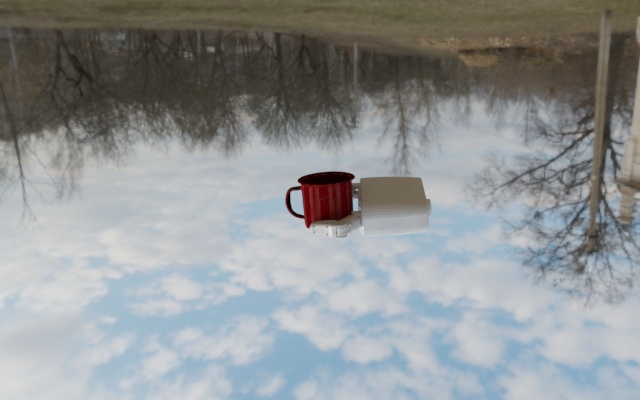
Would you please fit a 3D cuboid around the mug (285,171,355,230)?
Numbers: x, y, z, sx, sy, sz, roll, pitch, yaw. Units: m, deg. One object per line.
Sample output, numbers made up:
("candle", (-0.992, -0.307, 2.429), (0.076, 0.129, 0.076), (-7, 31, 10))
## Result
("mug", (-0.001, 0.003, 0.781), (0.117, 0.081, 0.093), (-3, 16, 6))
